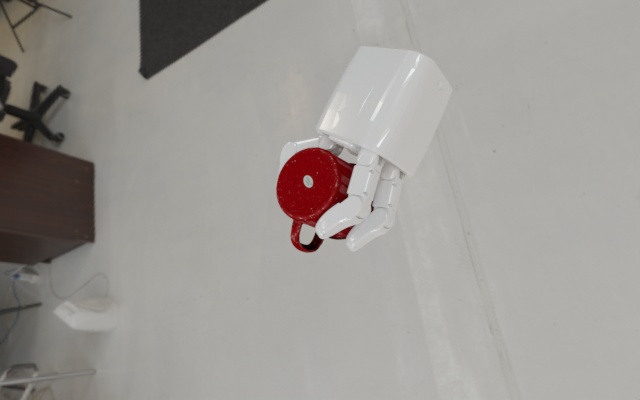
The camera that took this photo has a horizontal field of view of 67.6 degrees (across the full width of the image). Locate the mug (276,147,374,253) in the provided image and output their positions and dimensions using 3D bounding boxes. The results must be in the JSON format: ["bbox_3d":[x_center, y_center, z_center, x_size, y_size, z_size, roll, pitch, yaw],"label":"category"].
[{"bbox_3d":[-0.001,0.003,0.528,0.093,0.117,0.081,26,1,36],"label":"mug"}]
